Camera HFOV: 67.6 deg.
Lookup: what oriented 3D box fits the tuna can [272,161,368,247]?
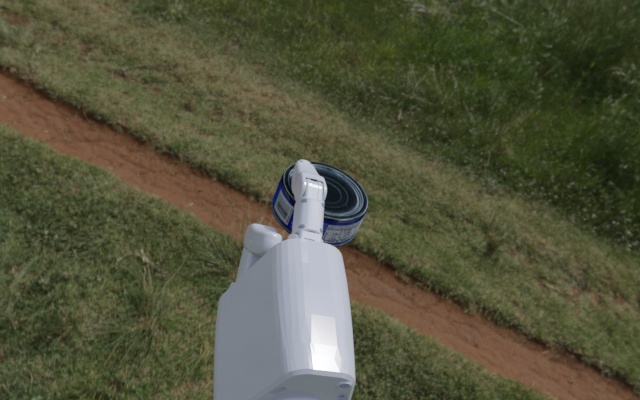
[{"bbox_3d":[0.000,0.001,0.444,0.086,0.034,0.086,15,36,-12],"label":"tuna can"}]
